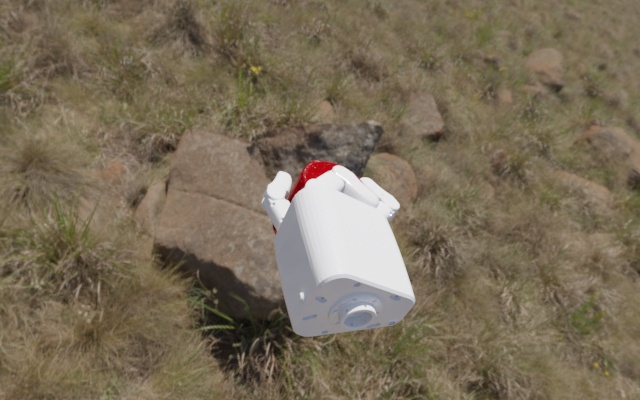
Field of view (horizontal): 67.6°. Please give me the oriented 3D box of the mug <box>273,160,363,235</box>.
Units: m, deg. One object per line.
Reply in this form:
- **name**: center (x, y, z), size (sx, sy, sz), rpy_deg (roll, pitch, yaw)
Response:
- **mug**: center (0.000, 0.001, 0.550), size (0.093, 0.117, 0.081), rpy_deg (8, -49, -25)
